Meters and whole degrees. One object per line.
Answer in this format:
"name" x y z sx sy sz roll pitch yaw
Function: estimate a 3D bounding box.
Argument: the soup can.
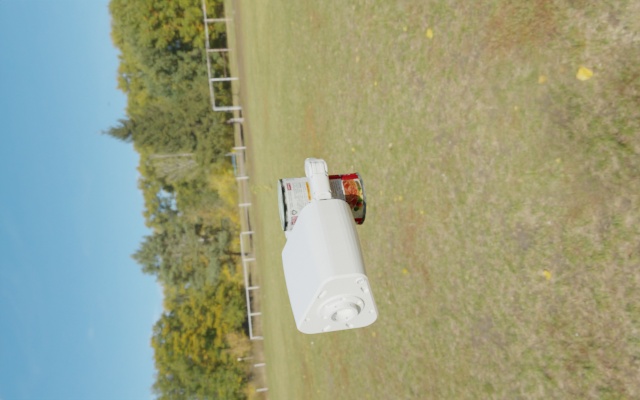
"soup can" 0.000 0.002 0.606 0.102 0.068 0.068 -5 1 -10
